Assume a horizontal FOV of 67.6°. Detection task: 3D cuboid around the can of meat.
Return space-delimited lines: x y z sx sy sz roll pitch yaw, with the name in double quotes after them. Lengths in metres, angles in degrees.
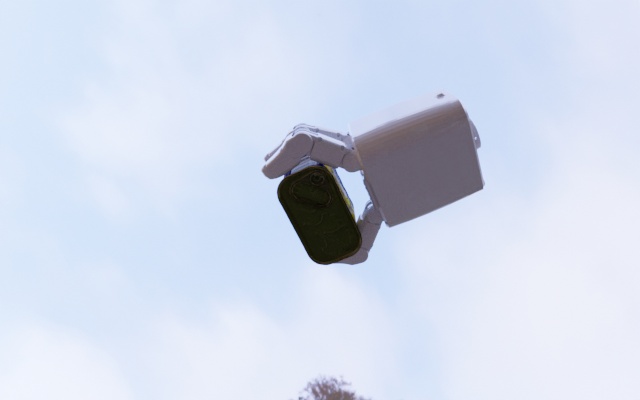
0.000 0.002 0.496 0.057 0.102 0.084 -24 19 9 "can of meat"
